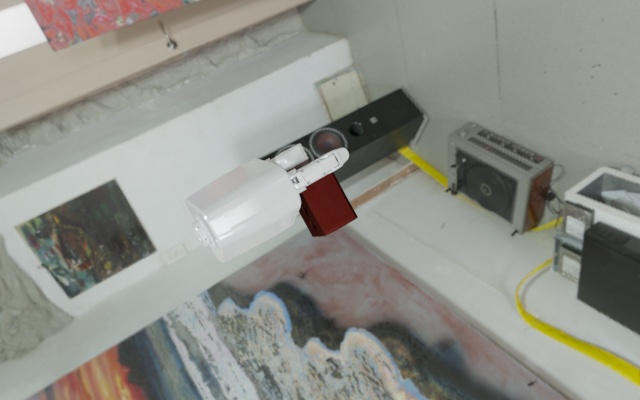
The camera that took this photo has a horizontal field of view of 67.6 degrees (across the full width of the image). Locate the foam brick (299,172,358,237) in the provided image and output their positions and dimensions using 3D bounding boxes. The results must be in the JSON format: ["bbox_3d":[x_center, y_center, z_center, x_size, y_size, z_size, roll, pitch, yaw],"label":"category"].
[{"bbox_3d":[0.000,0.002,0.610,0.051,0.078,0.053,-31,6,-20],"label":"foam brick"}]
